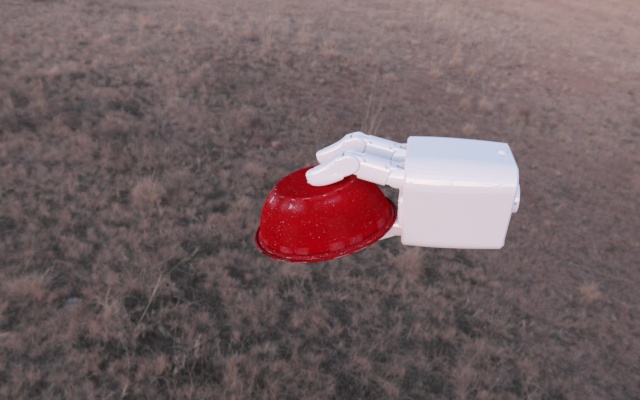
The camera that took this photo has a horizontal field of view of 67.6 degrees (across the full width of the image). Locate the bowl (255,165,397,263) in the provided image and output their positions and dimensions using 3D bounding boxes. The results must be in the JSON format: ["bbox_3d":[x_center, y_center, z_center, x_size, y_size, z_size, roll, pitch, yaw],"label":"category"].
[{"bbox_3d":[-0.001,0.002,0.524,0.162,0.055,0.162,-11,24,5],"label":"bowl"}]
